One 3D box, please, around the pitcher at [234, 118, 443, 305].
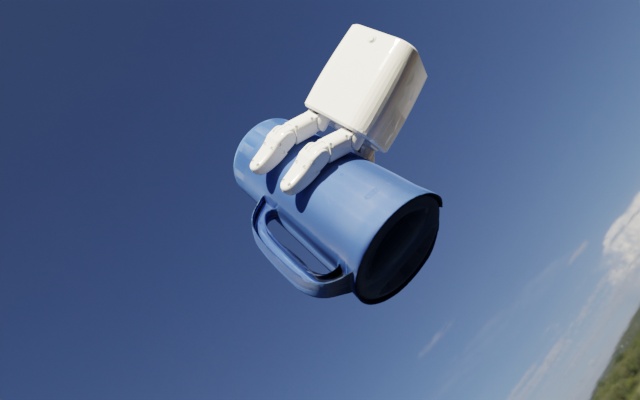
[{"bbox_3d":[0.000,0.002,0.542,0.242,0.145,0.149,35,9,36],"label":"pitcher"}]
